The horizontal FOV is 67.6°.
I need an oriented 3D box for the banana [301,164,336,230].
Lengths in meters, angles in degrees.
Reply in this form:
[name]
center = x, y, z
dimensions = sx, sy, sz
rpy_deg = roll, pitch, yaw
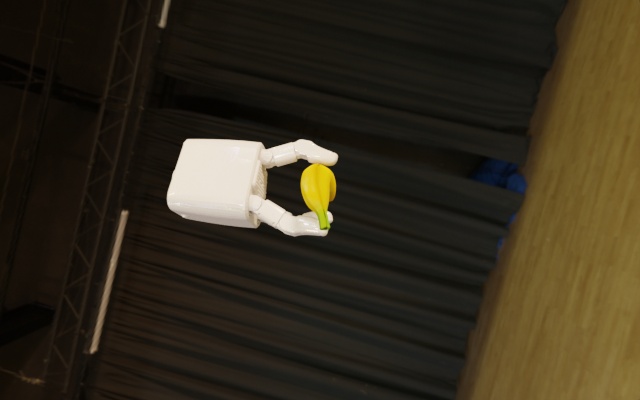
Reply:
[banana]
center = -0.002, -0.016, 0.635
dimensions = 0.037, 0.069, 0.197
rpy_deg = -4, 11, 6
